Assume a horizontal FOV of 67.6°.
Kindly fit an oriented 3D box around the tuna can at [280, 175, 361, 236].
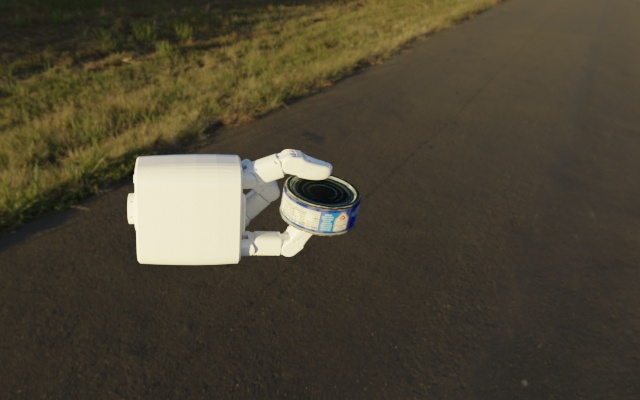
[{"bbox_3d":[0.000,0.001,0.522,0.086,0.034,0.086,9,28,-5],"label":"tuna can"}]
